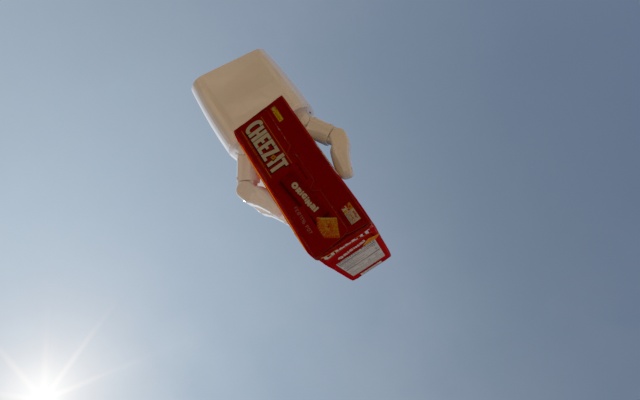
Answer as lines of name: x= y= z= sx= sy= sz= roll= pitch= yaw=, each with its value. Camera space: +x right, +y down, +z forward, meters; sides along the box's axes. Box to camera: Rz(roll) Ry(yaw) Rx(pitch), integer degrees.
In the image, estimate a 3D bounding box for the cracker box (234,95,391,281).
cracker box: x=0.000 y=0.002 z=0.551 sx=0.072 sy=0.164 sz=0.214 roll=-35 pitch=-19 yaw=2
